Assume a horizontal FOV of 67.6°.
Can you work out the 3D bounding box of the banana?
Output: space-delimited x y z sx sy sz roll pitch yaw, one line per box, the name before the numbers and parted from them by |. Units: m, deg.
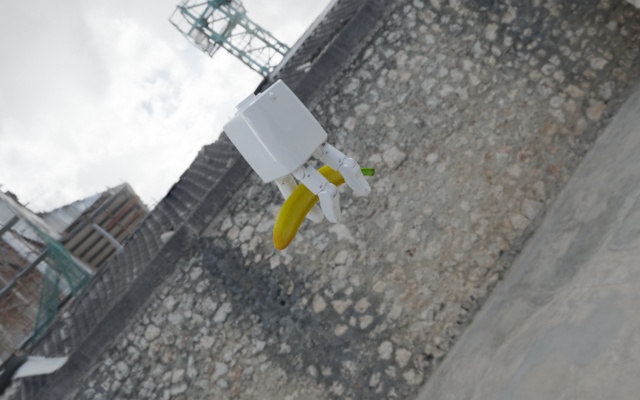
banana | -0.009 -0.005 0.708 0.197 0.037 0.069 -40 40 -22
